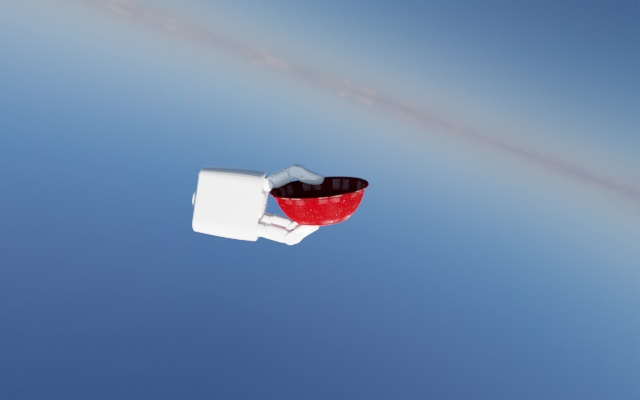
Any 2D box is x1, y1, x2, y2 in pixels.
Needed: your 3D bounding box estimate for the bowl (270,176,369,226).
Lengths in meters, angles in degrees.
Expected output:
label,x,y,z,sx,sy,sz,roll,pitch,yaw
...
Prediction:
label,x,y,z,sx,sy,sz,roll,pitch,yaw
bowl,0.001,0.003,0.779,0.162,0.055,0.162,-6,13,1
